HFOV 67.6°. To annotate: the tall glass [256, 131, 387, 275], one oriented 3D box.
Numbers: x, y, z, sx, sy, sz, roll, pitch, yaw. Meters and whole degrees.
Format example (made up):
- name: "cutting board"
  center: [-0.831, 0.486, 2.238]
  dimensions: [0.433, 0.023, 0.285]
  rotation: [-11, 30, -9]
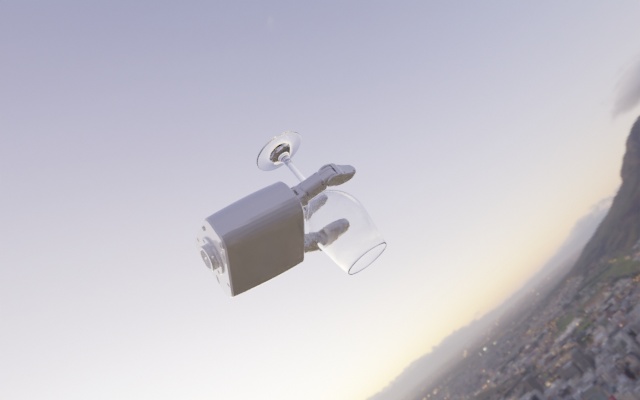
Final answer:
- name: "tall glass"
  center: [0.000, 0.001, 0.630]
  dimensions: [0.079, 0.201, 0.079]
  rotation: [-33, -23, -16]
